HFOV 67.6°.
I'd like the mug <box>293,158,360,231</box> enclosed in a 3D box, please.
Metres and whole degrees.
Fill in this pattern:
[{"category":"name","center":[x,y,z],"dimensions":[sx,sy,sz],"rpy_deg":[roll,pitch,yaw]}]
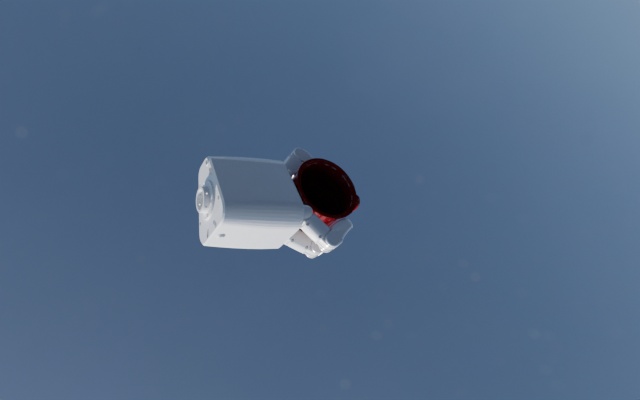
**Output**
[{"category":"mug","center":[0.001,0.002,0.675],"dimensions":[0.117,0.093,0.081],"rpy_deg":[5,-31,-32]}]
